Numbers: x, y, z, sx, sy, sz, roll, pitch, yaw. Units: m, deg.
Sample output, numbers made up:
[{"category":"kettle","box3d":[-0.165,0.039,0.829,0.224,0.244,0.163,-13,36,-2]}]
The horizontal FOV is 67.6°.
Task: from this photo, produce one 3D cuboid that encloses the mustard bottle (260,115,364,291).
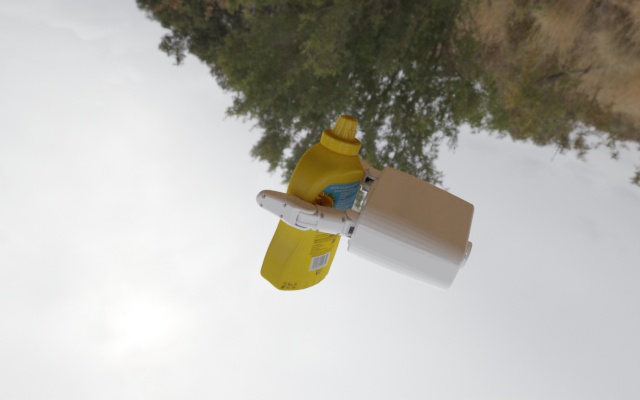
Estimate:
[{"category":"mustard bottle","box3d":[0.000,0.002,0.510,0.058,0.192,0.096,34,26,31]}]
